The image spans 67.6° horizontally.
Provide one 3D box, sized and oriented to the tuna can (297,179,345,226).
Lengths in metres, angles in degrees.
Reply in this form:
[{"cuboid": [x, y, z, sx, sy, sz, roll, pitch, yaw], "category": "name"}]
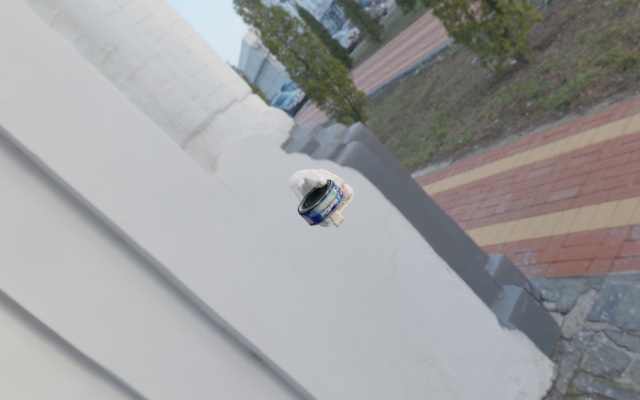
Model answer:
[{"cuboid": [0.000, 0.002, 0.845, 0.034, 0.086, 0.086, 46, -18, -18], "category": "tuna can"}]
